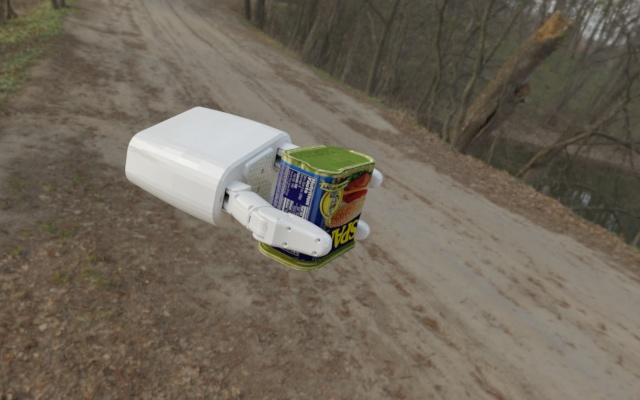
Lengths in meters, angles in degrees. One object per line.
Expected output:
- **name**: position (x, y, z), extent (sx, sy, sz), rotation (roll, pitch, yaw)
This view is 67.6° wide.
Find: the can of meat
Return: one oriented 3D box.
- **can of meat**: position (0.000, 0.001, 0.407), extent (0.057, 0.084, 0.102), rotation (23, 20, 24)
